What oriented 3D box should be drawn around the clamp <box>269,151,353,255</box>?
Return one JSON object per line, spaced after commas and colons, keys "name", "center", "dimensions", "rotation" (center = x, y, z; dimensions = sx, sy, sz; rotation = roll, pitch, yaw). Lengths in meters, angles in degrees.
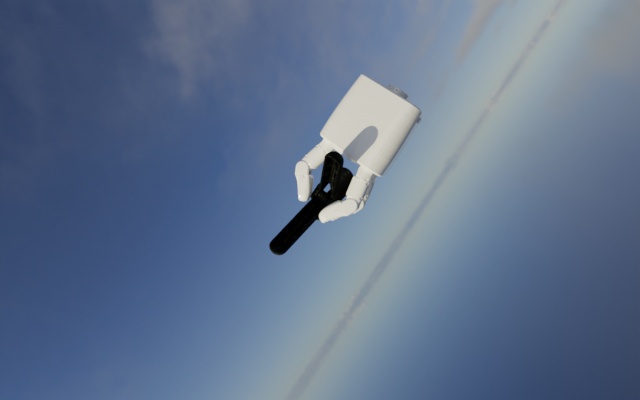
{"name": "clamp", "center": [0.000, 0.002, 0.715], "dimensions": [0.036, 0.164, 0.210], "rotation": [37, 10, 10]}
